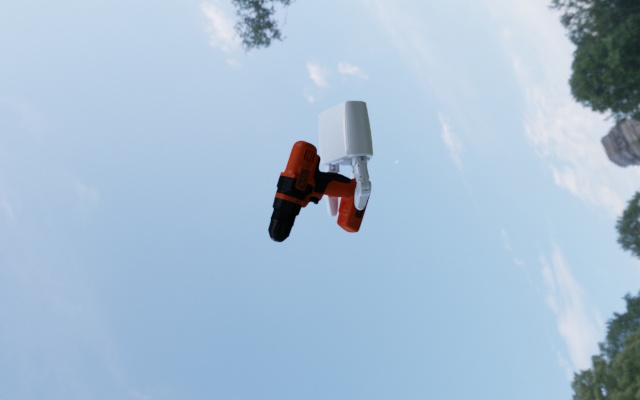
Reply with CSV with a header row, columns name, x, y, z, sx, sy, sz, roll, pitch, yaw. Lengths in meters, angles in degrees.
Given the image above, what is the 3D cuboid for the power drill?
name,x,y,z,sx,sy,sz,roll,pitch,yaw
power drill,0.001,0.003,0.881,0.188,0.184,0.057,20,-3,-39
